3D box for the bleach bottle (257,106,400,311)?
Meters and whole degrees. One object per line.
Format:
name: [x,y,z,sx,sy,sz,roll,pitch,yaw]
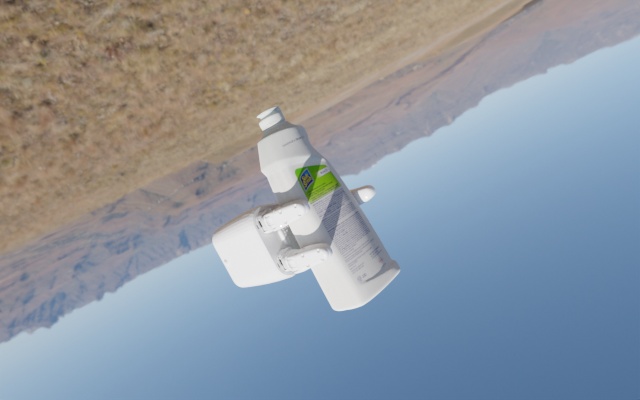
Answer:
bleach bottle: [0.000,0.002,0.582,0.068,0.251,0.102,-24,6,45]
